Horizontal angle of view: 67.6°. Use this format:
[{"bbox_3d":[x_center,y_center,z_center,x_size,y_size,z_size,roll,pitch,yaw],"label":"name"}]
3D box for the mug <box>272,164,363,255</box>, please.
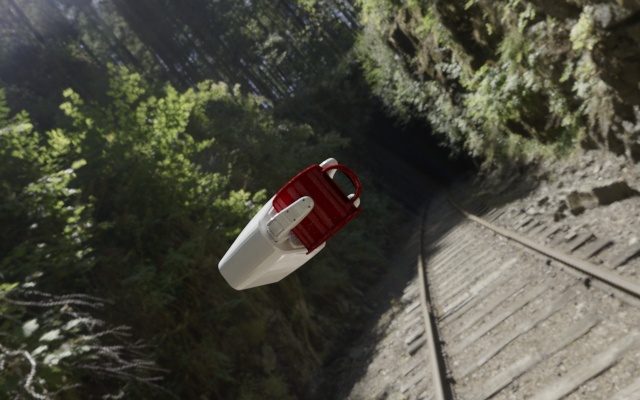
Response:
[{"bbox_3d":[0.001,0.001,0.602,0.117,0.081,0.093,-43,-7,29],"label":"mug"}]
